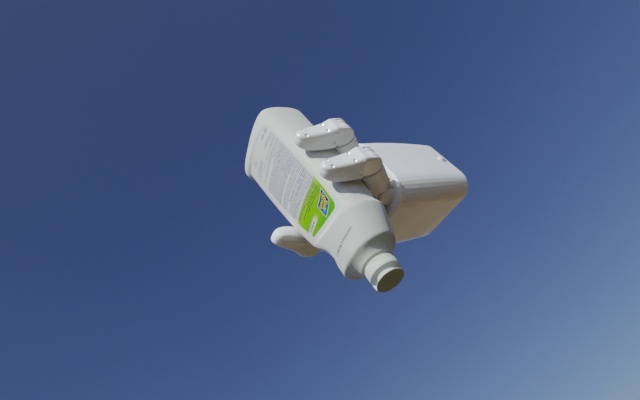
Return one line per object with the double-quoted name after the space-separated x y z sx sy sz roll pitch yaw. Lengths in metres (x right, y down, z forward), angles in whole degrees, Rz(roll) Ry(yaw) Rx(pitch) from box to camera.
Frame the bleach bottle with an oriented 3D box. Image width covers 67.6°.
0.000 0.002 0.495 0.068 0.103 0.250 -5 39 -31 "bleach bottle"
